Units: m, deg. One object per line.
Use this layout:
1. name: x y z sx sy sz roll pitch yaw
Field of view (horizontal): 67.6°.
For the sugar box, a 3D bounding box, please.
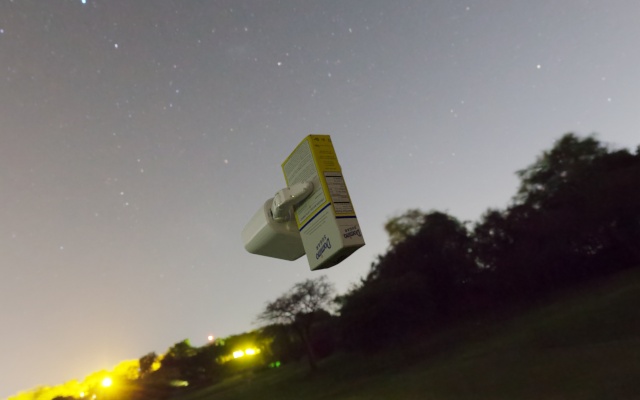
1. sugar box: 0.000 0.002 0.686 0.048 0.176 0.093 -4 -24 -35
